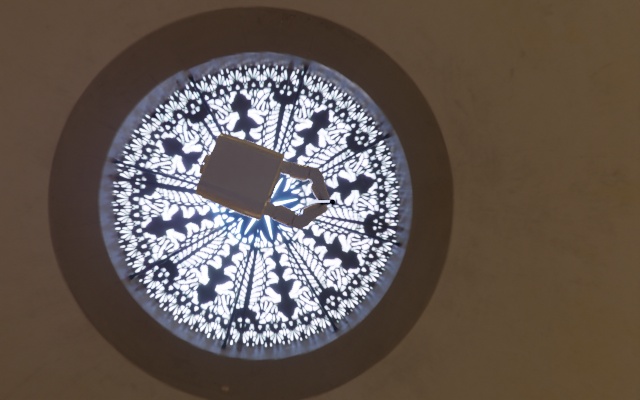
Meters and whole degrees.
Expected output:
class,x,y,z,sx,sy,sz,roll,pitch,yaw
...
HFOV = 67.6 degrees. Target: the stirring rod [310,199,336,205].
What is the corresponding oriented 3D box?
class,x,y,z,sx,sy,sz,roll,pitch,yaw
stirring rod,0.000,0.002,0.749,0.011,0.011,0.239,0,0,-8
